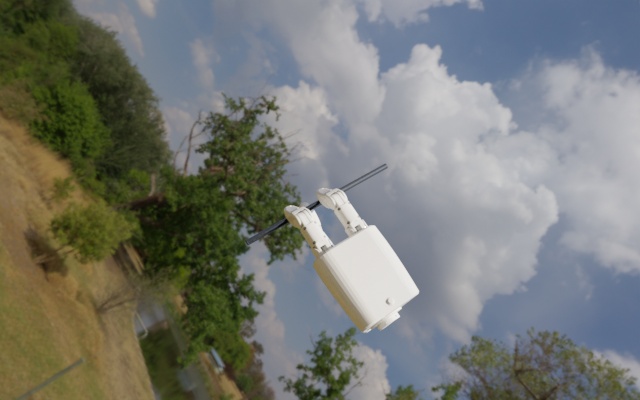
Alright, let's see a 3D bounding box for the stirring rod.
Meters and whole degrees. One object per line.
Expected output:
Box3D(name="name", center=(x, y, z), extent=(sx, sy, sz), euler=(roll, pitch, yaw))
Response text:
Box3D(name="stirring rod", center=(0.000, 0.002, 0.682), extent=(0.239, 0.011, 0.011), euler=(-29, 10, -20))
